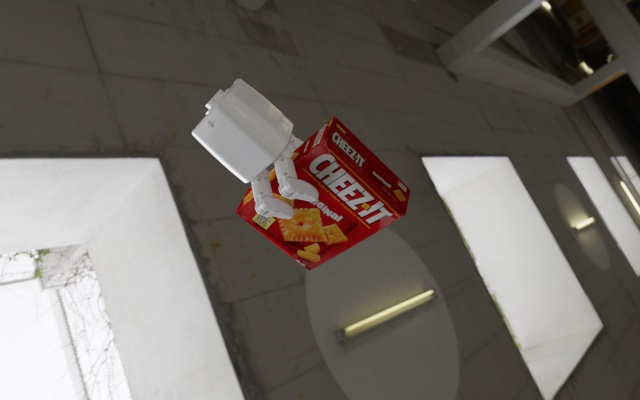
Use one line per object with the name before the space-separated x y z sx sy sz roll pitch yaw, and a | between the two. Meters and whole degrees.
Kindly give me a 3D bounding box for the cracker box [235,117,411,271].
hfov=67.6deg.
cracker box | 0.000 0.002 0.726 0.164 0.072 0.214 41 -51 -18
